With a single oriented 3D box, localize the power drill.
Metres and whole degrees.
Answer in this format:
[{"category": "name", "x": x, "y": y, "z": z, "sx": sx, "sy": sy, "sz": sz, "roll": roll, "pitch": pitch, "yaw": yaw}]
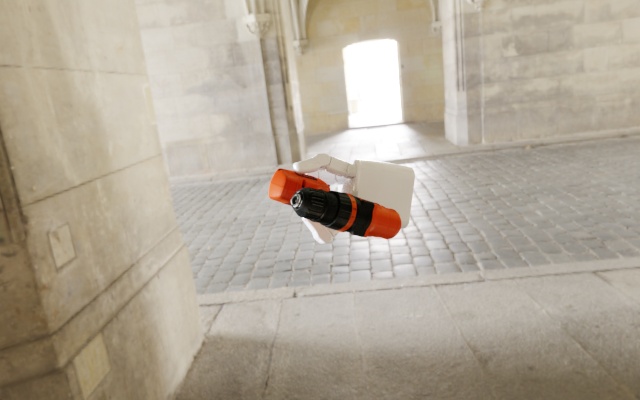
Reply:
[{"category": "power drill", "x": 0.000, "y": 0.002, "z": 0.700, "sx": 0.184, "sy": 0.057, "sz": 0.187, "roll": 17, "pitch": 5, "yaw": -38}]
